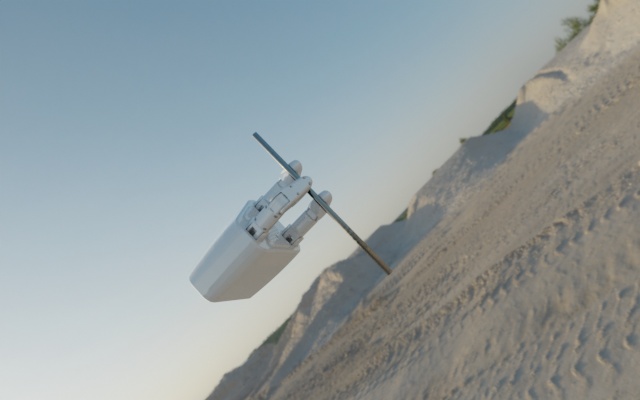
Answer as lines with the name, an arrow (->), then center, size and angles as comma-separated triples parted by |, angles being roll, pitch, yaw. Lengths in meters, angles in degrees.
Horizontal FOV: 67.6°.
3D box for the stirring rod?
stirring rod -> 0.000, 0.002, 0.585 | 0.011, 0.239, 0.011 | -44, -7, -7
